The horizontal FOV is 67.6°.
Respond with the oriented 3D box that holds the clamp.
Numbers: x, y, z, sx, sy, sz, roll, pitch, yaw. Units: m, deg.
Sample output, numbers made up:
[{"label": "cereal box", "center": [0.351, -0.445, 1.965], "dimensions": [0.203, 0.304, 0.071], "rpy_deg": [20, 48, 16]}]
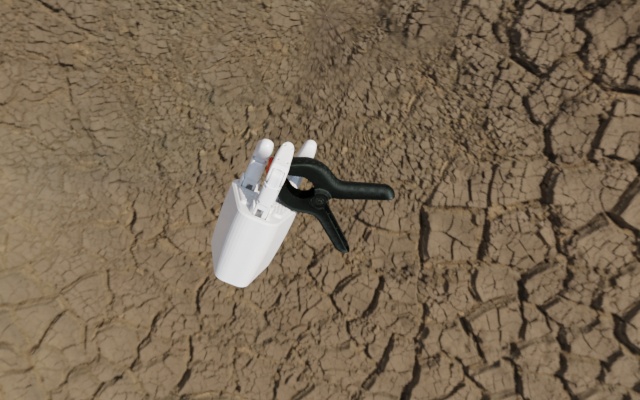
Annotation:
[{"label": "clamp", "center": [0.000, 0.002, 0.643], "dimensions": [0.171, 0.120, 0.039], "rpy_deg": [23, 22, -8]}]
